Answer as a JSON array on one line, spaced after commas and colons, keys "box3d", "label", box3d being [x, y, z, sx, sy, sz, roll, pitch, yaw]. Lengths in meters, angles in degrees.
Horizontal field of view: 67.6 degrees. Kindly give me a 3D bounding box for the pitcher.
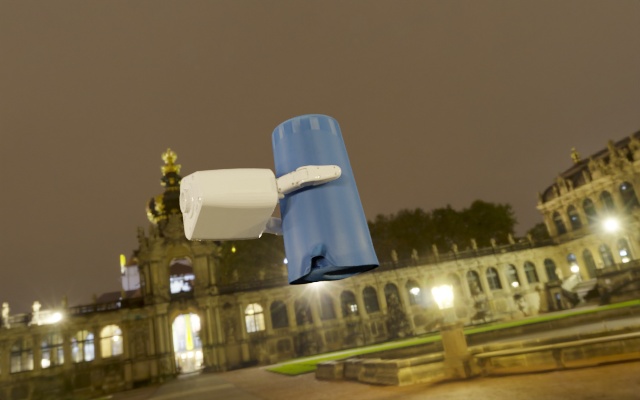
[{"box3d": [0.000, 0.002, 0.728, 0.145, 0.242, 0.149, -2, -18, -30], "label": "pitcher"}]
